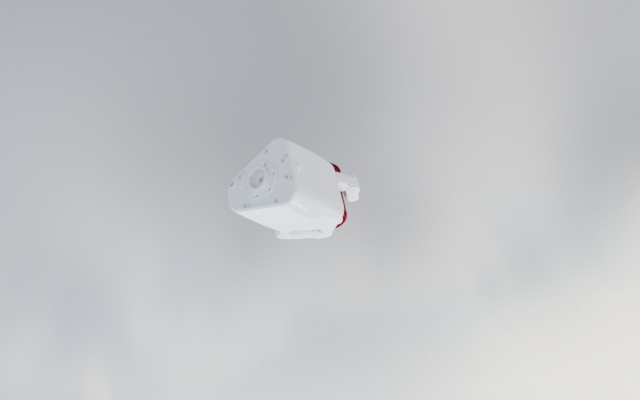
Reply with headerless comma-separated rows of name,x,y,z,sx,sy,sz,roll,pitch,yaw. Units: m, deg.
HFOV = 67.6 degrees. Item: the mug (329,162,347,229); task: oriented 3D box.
mug,0.001,0.003,0.736,0.093,0.081,0.117,-25,-28,26
